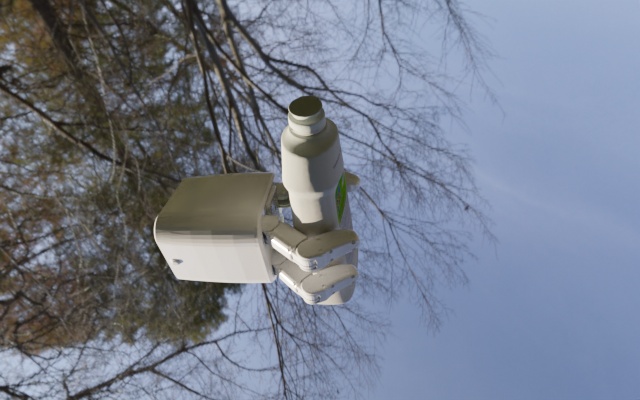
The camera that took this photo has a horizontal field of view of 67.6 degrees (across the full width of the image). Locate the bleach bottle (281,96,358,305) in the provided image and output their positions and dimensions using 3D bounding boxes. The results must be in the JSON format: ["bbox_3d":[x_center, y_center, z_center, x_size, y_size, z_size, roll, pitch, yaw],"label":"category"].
[{"bbox_3d":[0.000,0.002,0.484,0.068,0.102,0.251,0,-42,7],"label":"bleach bottle"}]
